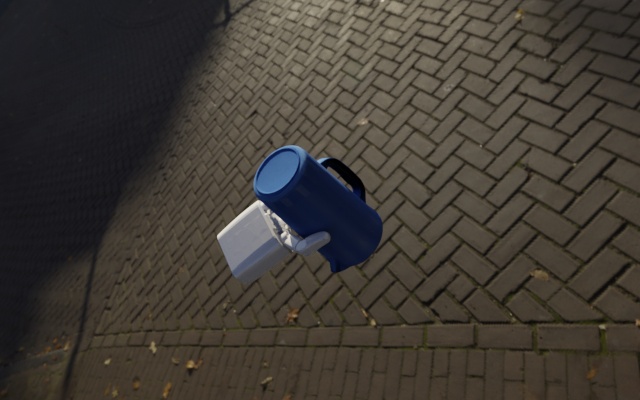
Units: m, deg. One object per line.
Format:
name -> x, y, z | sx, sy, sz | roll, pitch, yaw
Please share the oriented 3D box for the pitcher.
pitcher -> 0.000, 0.003, 0.843 | 0.145, 0.149, 0.243 | -38, -47, 10
